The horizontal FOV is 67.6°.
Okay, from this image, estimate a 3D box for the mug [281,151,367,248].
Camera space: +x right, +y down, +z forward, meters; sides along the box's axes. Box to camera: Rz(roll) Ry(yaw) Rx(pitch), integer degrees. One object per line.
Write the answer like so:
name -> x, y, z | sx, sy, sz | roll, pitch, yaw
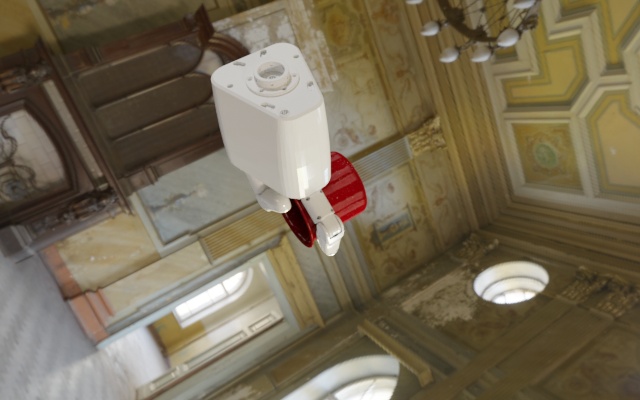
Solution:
mug -> 0.000, 0.003, 0.564 | 0.081, 0.093, 0.117 | -29, -32, -17
